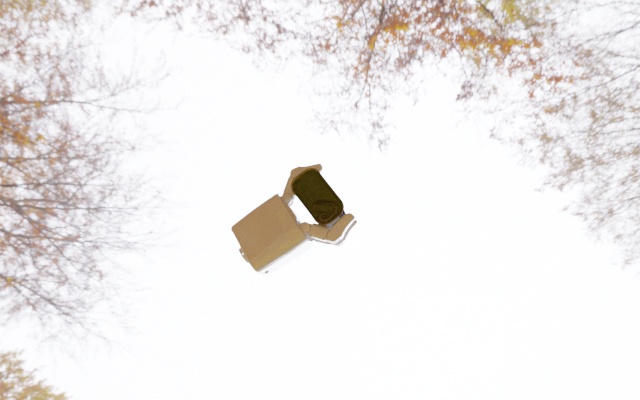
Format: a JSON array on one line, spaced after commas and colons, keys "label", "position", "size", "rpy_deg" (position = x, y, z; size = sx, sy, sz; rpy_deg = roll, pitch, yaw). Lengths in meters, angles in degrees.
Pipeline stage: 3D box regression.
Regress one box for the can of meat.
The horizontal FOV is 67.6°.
[{"label": "can of meat", "position": [0.000, 0.003, 0.846], "size": [0.057, 0.102, 0.084], "rpy_deg": [-37, -17, -2]}]
